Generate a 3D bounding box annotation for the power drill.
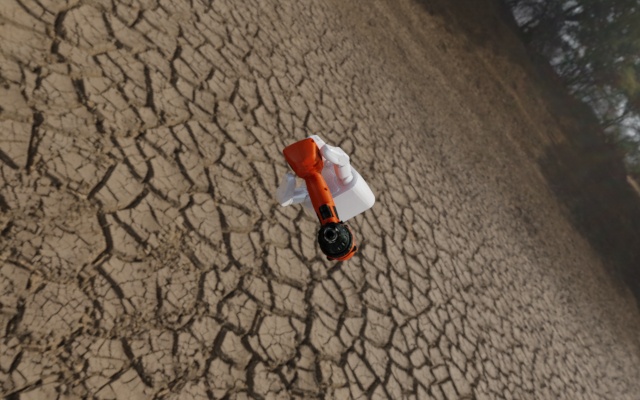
[{"bbox_3d":[0.000,0.002,0.736,0.057,0.187,0.184,-20,-14,1],"label":"power drill"}]
